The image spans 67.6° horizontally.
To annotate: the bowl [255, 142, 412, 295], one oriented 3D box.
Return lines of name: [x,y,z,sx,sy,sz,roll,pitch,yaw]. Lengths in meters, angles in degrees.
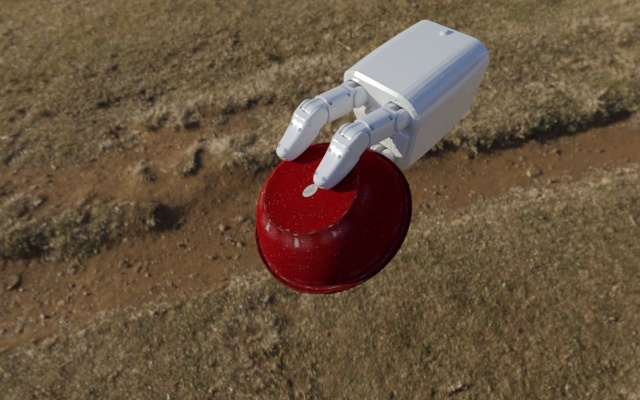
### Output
bowl: [-0.001,0.002,0.443,0.162,0.162,0.055,0,-28,24]
